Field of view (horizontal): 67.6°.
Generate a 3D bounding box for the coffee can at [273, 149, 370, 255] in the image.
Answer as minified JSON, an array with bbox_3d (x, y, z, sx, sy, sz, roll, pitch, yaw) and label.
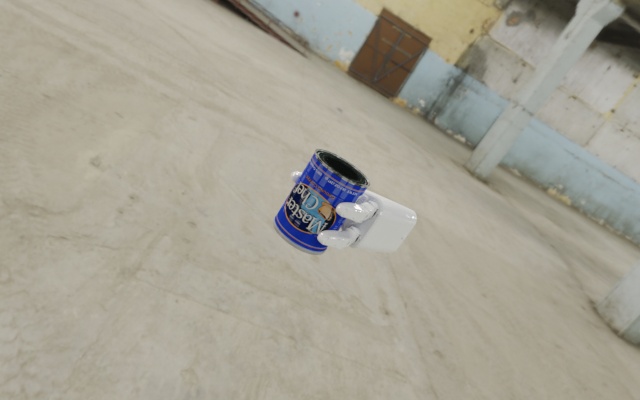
[{"bbox_3d":[0.000,0.003,0.775,0.103,0.140,0.102,29,20,-11],"label":"coffee can"}]
